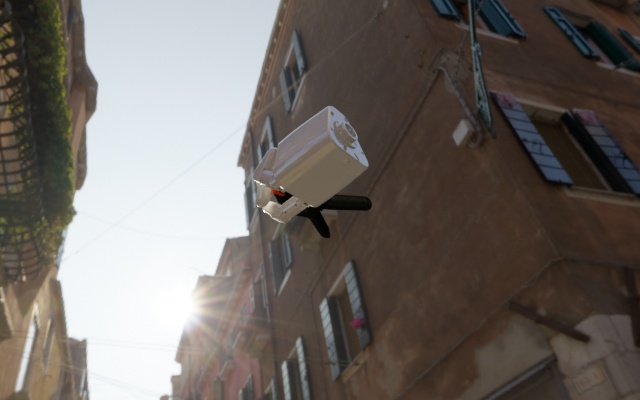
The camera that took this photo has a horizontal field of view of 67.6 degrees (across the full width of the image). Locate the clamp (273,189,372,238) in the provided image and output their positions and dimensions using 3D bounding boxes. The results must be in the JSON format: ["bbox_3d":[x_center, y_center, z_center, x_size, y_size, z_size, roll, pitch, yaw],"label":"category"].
[{"bbox_3d":[0.000,0.002,0.795,0.120,0.039,0.171,-35,-44,24],"label":"clamp"}]
